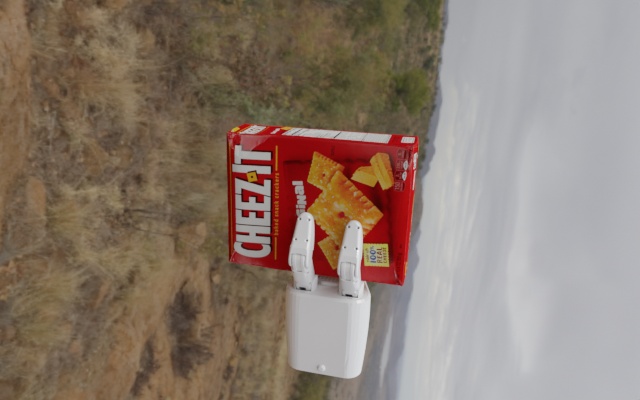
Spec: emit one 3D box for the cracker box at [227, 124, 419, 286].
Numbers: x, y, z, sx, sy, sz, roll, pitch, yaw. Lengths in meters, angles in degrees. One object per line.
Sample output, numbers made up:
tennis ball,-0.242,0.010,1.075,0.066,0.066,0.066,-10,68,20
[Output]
cracker box,0.000,0.002,0.561,0.213,0.164,0.072,6,17,11
